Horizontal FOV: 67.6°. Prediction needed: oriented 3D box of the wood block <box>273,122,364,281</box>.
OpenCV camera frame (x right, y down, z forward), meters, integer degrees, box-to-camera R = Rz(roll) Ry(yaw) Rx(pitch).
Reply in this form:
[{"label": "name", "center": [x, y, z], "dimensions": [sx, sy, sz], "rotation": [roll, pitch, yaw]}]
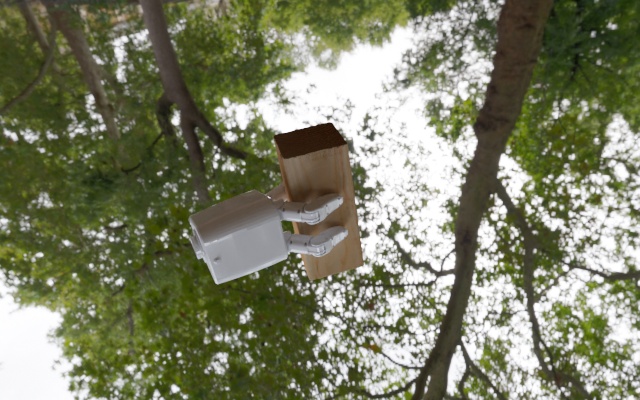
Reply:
[{"label": "wood block", "center": [0.000, 0.002, 0.705], "dimensions": [0.090, 0.206, 0.090], "rotation": [-15, 32, -8]}]
